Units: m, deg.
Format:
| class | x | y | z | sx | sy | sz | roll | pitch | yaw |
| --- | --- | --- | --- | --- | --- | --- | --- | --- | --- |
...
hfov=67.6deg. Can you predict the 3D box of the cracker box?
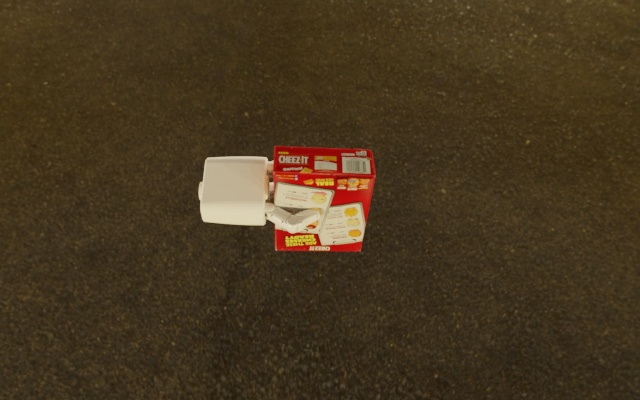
| class | x | y | z | sx | sy | sz | roll | pitch | yaw |
| --- | --- | --- | --- | --- | --- | --- | --- | --- | --- |
| cracker box | 0.000 | 0.003 | 0.843 | 0.164 | 0.072 | 0.214 | 1 | -40 | -3 |
